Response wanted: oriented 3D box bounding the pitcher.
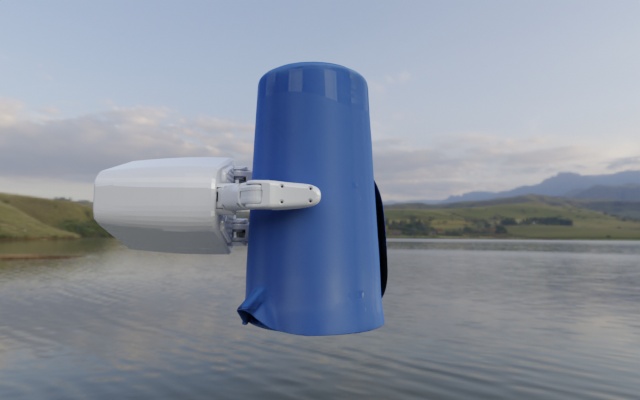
[{"bbox_3d":[0.000,0.002,0.466,0.145,0.243,0.149,0,-5,1],"label":"pitcher"}]
